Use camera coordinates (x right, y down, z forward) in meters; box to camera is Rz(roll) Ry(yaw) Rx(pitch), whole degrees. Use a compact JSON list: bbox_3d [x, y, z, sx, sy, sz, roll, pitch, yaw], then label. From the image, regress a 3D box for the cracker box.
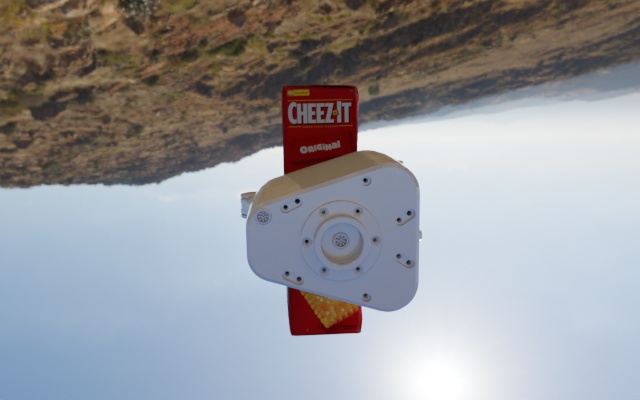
[{"bbox_3d":[0.000,0.002,0.477,0.072,0.214,0.164,-1,8,-3],"label":"cracker box"}]
